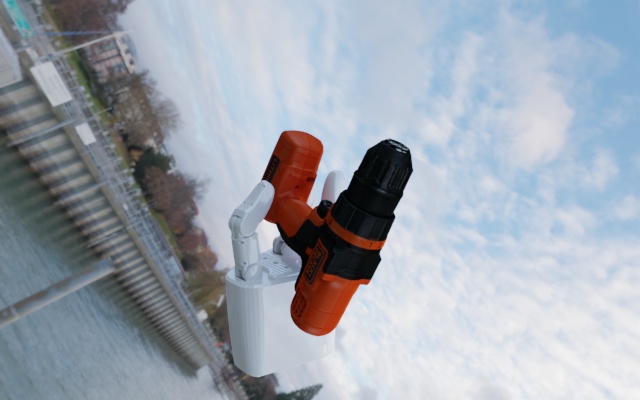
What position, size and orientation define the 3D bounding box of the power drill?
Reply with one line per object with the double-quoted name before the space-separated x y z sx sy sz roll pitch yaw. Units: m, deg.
"power drill" 0.000 0.002 0.451 0.057 0.184 0.187 15 22 -28
